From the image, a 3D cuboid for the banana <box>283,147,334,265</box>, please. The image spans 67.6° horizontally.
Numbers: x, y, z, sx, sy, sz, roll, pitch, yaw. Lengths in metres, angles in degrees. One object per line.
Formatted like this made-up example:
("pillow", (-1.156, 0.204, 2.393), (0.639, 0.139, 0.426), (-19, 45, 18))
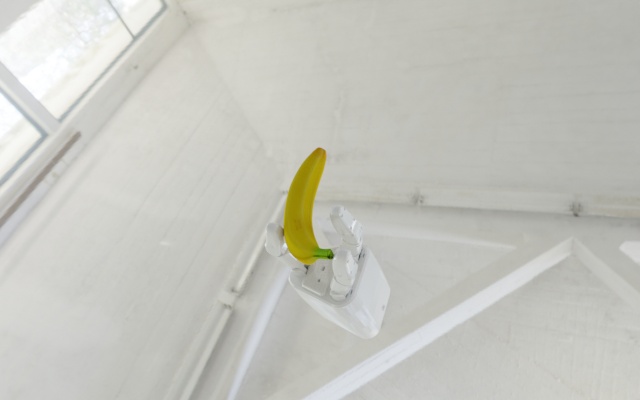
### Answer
("banana", (-0.016, 0.011, 0.607), (0.069, 0.197, 0.037), (-23, -47, 17))
